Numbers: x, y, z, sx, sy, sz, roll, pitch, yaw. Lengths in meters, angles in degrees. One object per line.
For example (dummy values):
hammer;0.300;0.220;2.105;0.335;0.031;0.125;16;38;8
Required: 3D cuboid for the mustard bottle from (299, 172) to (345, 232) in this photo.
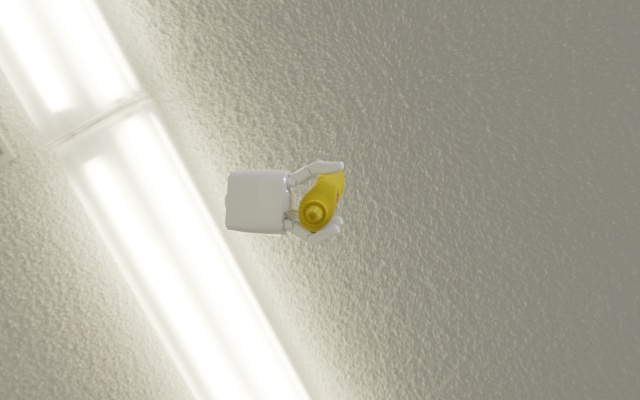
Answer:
mustard bottle;0.000;0.003;0.831;0.058;0.096;0.191;27;16;2
